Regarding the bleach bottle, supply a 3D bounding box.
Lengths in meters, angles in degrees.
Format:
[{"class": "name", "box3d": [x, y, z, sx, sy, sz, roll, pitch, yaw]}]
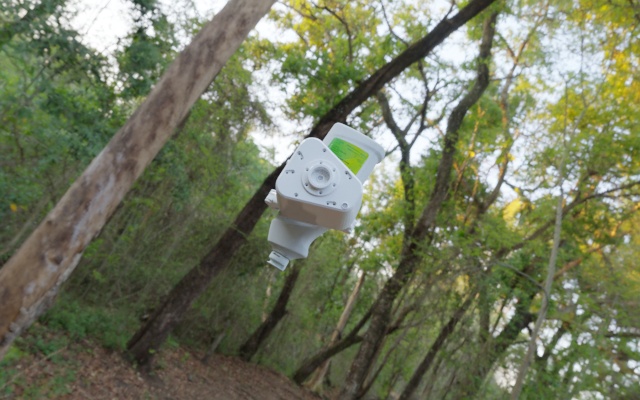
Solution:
[{"class": "bleach bottle", "box3d": [0.000, 0.002, 0.767, 0.102, 0.250, 0.068, 30, -13, 7]}]
